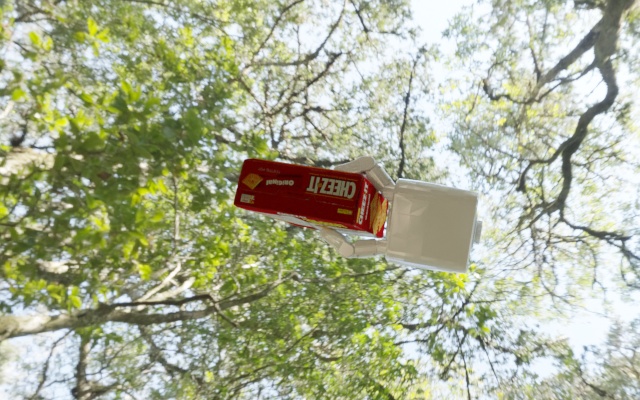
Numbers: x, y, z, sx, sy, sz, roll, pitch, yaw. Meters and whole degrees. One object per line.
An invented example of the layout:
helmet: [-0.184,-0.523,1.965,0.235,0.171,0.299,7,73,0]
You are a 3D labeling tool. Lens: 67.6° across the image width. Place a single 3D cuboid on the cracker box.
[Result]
cracker box: [0.000,0.002,0.684,0.164,0.072,0.214,9,-7,17]
